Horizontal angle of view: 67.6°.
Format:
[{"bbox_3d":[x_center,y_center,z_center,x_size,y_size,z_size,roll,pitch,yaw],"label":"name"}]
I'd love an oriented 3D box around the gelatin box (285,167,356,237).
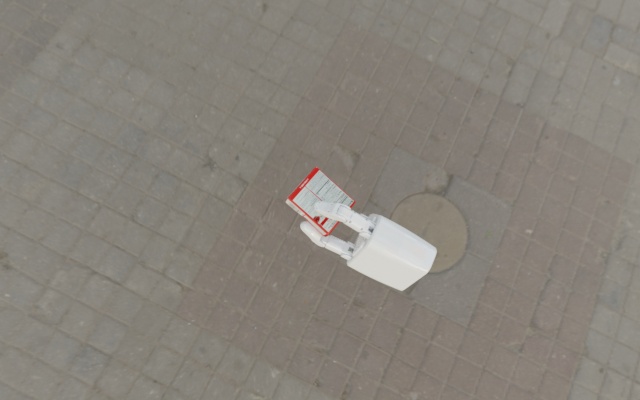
[{"bbox_3d":[0.000,0.002,0.769,0.089,0.073,0.030,42,-18,-4],"label":"gelatin box"}]
